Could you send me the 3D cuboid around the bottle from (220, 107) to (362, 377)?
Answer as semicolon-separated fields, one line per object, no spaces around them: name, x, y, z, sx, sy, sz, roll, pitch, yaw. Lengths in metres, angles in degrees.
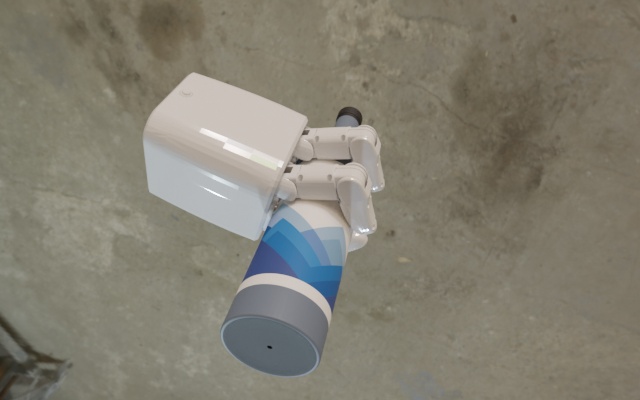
bottle;0.000;0.002;0.411;0.069;0.069;0.295;0;39;16
